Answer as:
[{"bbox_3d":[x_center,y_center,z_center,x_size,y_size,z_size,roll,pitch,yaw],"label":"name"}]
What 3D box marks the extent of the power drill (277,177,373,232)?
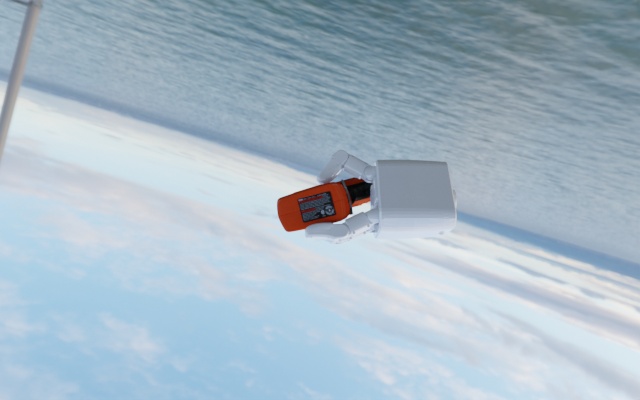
[{"bbox_3d":[0.000,0.003,0.755,0.184,0.057,0.187,-17,3,19],"label":"power drill"}]
